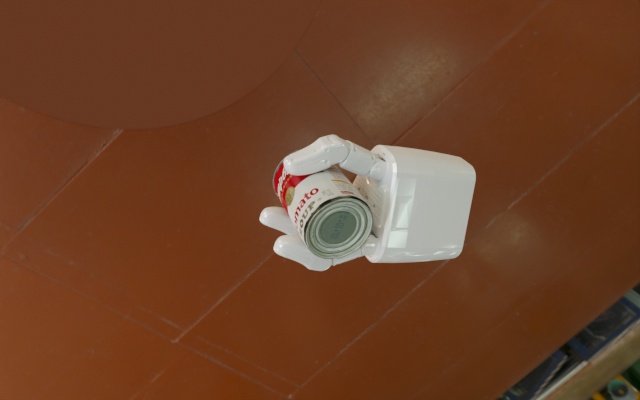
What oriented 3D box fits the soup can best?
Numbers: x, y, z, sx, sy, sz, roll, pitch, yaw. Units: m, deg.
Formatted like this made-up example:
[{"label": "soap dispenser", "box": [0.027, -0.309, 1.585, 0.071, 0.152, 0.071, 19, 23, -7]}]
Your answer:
[{"label": "soup can", "box": [0.000, 0.002, 0.460, 0.068, 0.068, 0.102, 0, 30, -23]}]
